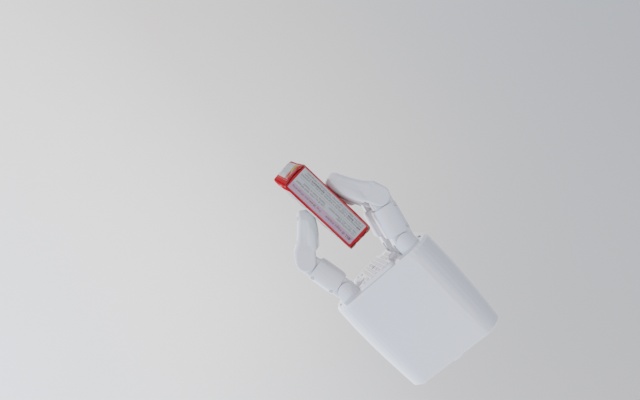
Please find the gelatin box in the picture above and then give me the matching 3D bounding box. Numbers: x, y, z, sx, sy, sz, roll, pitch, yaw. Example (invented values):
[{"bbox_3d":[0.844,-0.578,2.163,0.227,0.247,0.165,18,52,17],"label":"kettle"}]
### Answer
[{"bbox_3d":[0.000,0.002,0.463,0.089,0.030,0.073,42,-3,-14],"label":"gelatin box"}]
